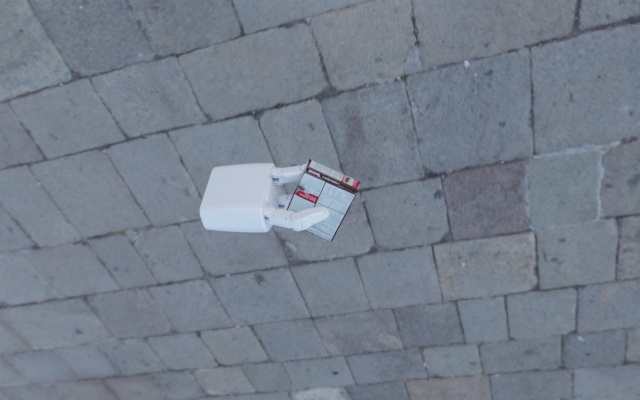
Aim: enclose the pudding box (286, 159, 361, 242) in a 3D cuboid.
[{"bbox_3d":[0.000,0.003,0.754,0.090,0.114,0.039,24,39,-3],"label":"pudding box"}]
